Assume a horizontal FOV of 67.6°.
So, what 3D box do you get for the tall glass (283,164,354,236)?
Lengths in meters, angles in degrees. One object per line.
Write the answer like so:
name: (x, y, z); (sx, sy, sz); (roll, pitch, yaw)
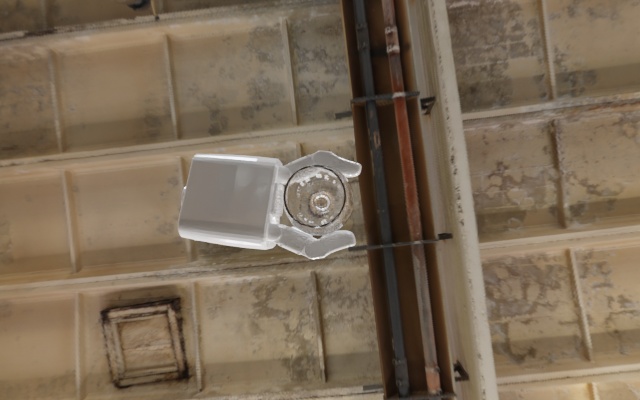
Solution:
tall glass: (0.000, 0.002, 0.565); (0.079, 0.079, 0.201); (0, -3, 3)
